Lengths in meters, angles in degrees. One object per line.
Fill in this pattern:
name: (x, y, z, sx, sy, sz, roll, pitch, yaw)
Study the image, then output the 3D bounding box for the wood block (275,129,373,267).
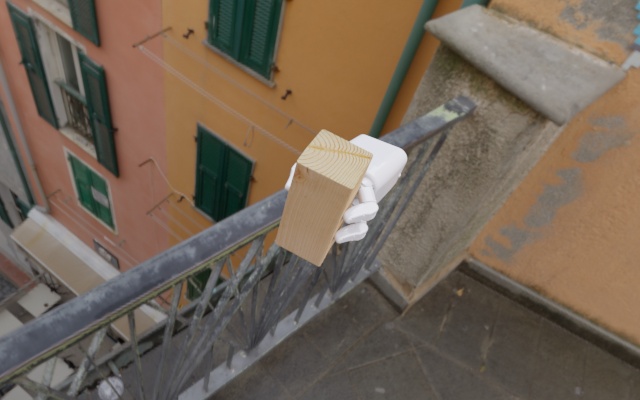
wood block: (0.000, 0.002, 0.767, 0.091, 0.090, 0.206, 28, -41, 7)
